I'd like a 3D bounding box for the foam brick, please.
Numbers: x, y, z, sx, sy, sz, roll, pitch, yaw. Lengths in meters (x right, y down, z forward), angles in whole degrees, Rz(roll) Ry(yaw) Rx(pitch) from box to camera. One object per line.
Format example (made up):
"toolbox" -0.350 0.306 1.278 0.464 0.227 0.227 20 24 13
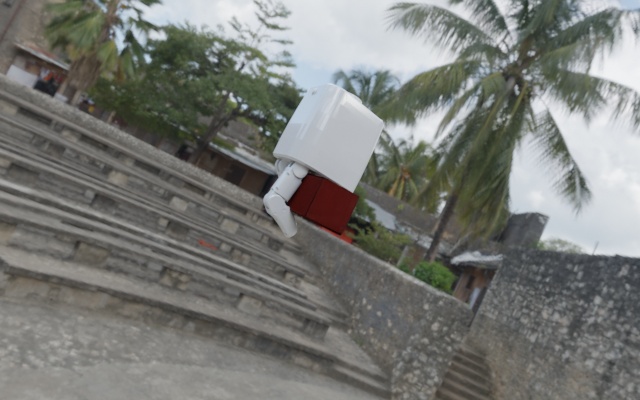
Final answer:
"foam brick" 0.000 0.002 0.573 0.053 0.051 0.078 29 -3 -24
